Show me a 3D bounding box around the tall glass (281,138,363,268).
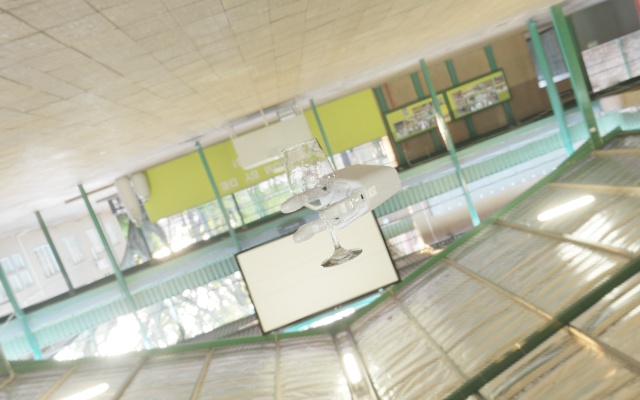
[{"bbox_3d":[0.000,0.003,0.778,0.079,0.201,0.079,-21,6,2],"label":"tall glass"}]
